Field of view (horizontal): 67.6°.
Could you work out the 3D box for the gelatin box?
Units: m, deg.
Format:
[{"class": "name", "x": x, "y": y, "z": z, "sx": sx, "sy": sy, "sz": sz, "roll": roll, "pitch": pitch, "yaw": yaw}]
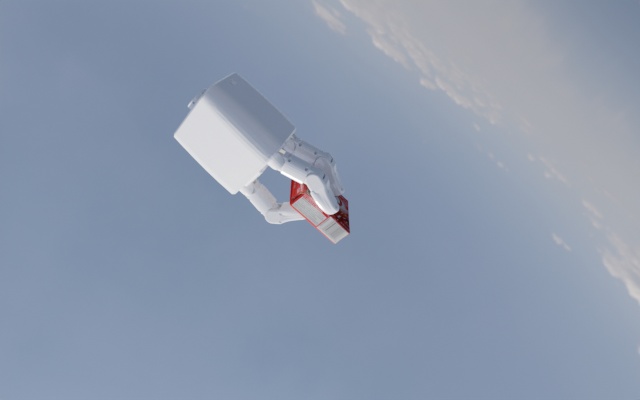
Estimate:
[{"class": "gelatin box", "x": 0.000, "y": 0.003, "z": 0.623, "sx": 0.030, "sy": 0.089, "sz": 0.073, "roll": -36, "pitch": 27, "yaw": 23}]
